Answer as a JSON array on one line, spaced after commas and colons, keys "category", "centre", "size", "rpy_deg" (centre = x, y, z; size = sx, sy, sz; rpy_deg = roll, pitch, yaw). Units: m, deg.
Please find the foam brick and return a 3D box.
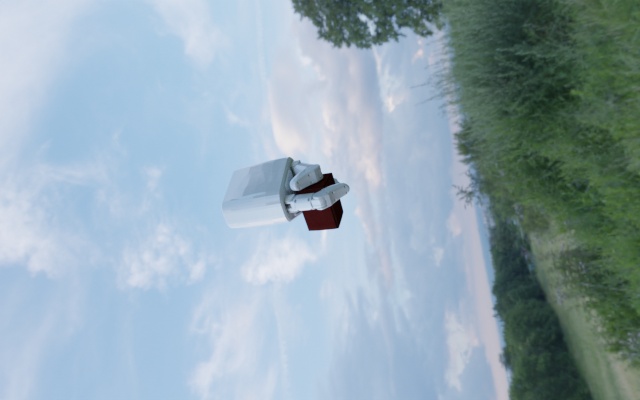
[{"category": "foam brick", "centre": [0.000, 0.003, 0.766], "size": [0.051, 0.078, 0.053], "rpy_deg": [-9, 25, 18]}]
